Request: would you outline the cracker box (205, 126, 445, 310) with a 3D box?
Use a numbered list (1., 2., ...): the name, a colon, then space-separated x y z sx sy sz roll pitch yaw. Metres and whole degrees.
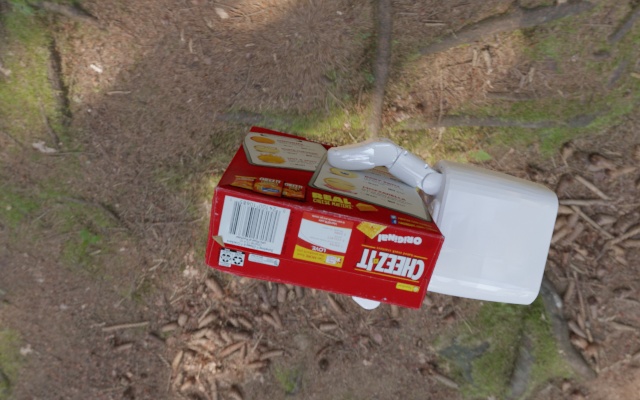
1. cracker box: 0.000 0.001 0.431 0.164 0.072 0.213 12 19 -5
